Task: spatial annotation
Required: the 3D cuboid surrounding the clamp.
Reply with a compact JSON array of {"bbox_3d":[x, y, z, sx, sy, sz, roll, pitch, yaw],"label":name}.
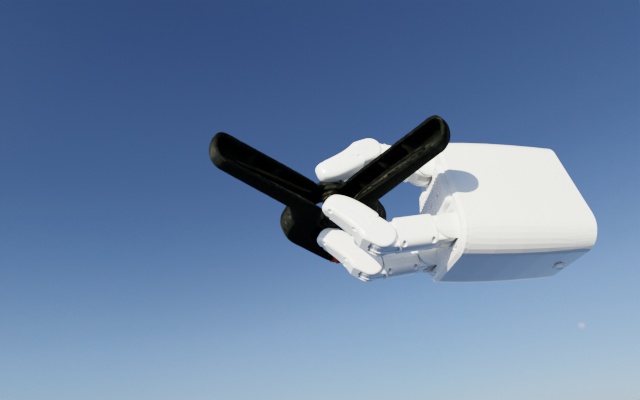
[{"bbox_3d":[0.000,0.001,0.401,0.164,0.036,0.210,0,-29,-5],"label":"clamp"}]
